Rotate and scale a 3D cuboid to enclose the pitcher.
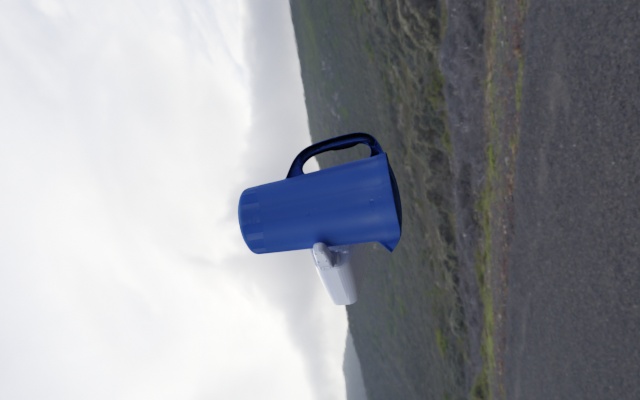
[{"bbox_3d":[0.000,0.003,0.742,0.243,0.145,0.149,-10,42,10],"label":"pitcher"}]
